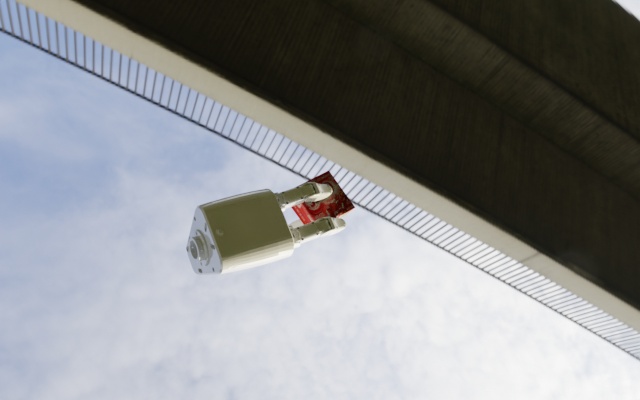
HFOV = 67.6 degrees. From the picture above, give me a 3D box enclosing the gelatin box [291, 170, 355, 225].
[{"bbox_3d":[0.000,0.002,0.723,0.089,0.073,0.030,-28,-11,-44],"label":"gelatin box"}]
